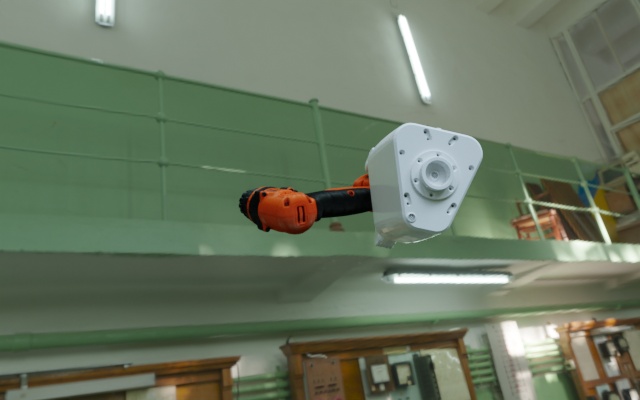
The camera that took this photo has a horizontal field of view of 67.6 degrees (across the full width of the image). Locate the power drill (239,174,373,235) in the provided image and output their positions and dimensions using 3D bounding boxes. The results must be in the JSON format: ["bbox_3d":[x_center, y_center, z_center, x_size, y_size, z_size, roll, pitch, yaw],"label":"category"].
[{"bbox_3d":[0.001,0.002,0.615,0.187,0.057,0.184,-9,9,-25],"label":"power drill"}]
